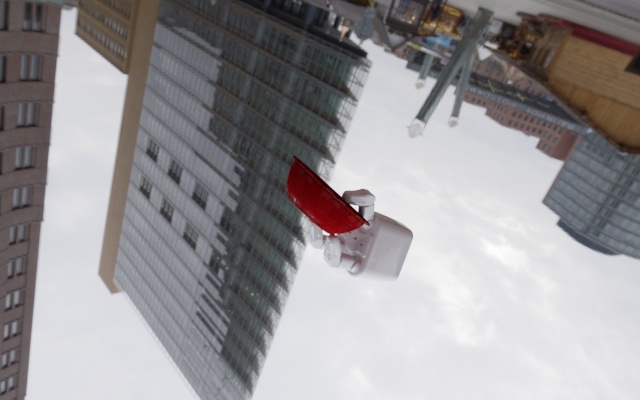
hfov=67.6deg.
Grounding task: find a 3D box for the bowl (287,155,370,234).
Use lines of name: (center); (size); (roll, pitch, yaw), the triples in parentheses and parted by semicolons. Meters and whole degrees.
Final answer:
bowl: (-0.001, 0.002, 0.746); (0.162, 0.055, 0.162); (43, 3, -3)
